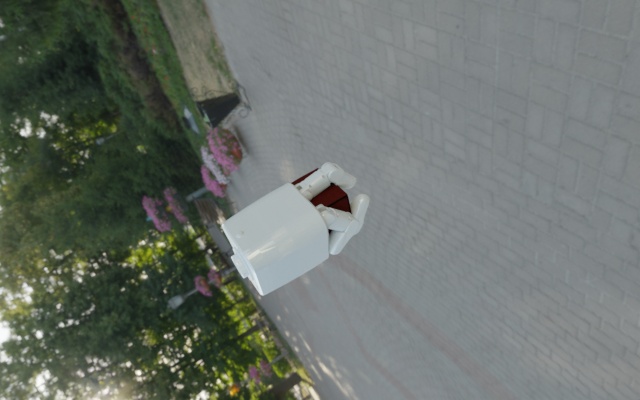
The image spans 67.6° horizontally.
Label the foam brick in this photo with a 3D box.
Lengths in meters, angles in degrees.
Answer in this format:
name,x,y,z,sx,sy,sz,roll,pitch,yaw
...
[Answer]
name,x,y,z,sx,sy,sz,roll,pitch,yaw
foam brick,0.000,0.002,0.664,0.051,0.053,0.078,-31,45,-16
